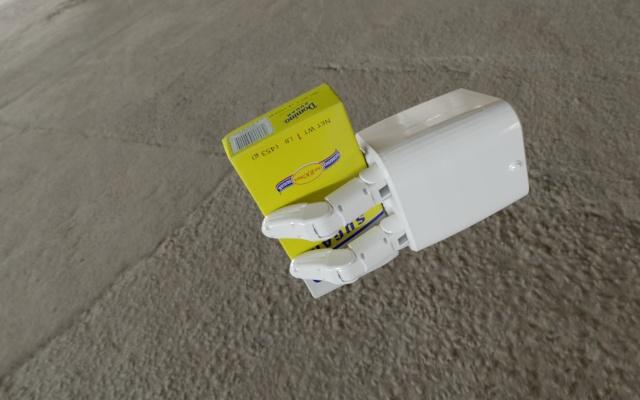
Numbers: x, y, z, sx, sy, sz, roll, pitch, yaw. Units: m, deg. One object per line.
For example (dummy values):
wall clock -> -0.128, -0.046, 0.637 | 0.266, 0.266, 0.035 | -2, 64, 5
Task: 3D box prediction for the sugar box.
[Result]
sugar box -> 0.000, 0.001, 0.404 | 0.093, 0.176, 0.048 | -27, 37, 0
